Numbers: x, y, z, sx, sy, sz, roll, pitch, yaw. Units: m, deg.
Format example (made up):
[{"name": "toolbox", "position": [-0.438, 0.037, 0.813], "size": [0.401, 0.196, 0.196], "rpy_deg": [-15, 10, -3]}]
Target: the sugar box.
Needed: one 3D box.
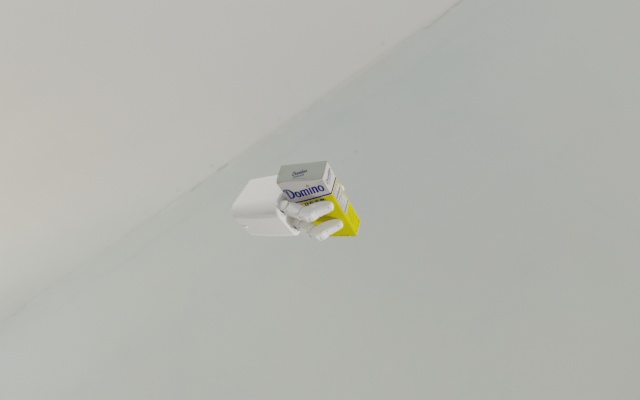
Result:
[{"name": "sugar box", "position": [0.000, 0.003, 0.868], "size": [0.093, 0.048, 0.176], "rpy_deg": [-4, -36, 27]}]
